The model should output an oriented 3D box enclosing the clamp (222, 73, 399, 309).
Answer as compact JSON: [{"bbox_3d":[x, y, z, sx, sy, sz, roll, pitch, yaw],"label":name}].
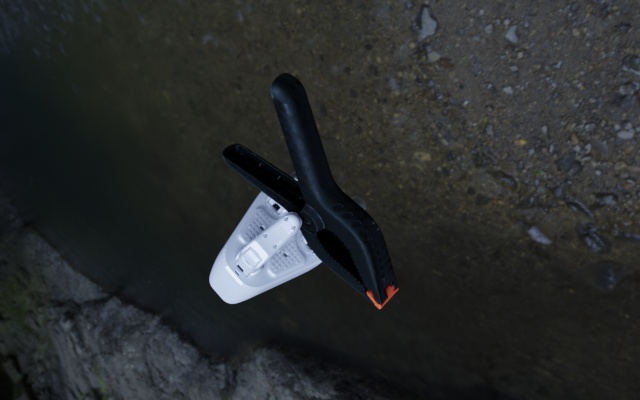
[{"bbox_3d":[0.000,0.002,0.409,0.036,0.210,0.165,-40,-2,-27],"label":"clamp"}]
